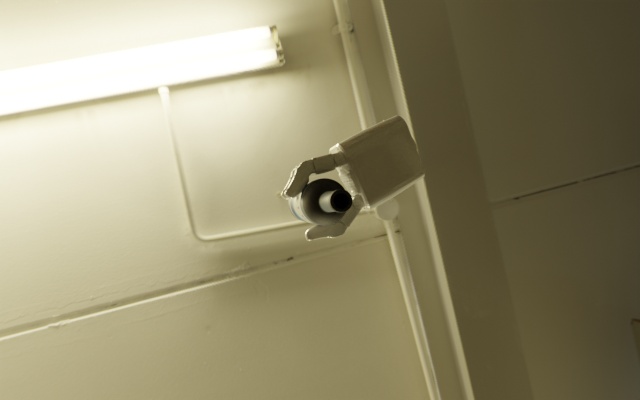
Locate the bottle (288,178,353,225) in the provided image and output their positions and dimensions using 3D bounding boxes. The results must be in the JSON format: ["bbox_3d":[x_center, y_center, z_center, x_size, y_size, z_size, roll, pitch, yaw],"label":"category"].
[{"bbox_3d":[0.000,0.002,0.706,0.069,0.069,0.296,0,-1,-10],"label":"bottle"}]
